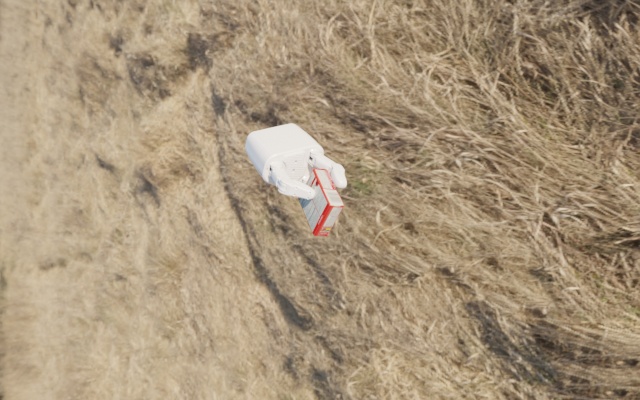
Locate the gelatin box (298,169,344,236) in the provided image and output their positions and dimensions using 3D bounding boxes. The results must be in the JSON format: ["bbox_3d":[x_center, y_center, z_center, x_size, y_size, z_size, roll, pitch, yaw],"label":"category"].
[{"bbox_3d":[0.000,0.003,0.786,0.030,0.089,0.073,3,-46,-29],"label":"gelatin box"}]
